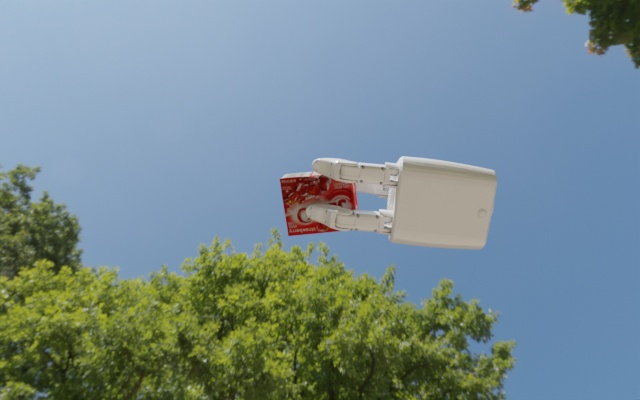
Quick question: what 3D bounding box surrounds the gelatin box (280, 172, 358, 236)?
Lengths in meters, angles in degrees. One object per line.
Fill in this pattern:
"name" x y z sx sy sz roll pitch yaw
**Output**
"gelatin box" 0.000 0.002 0.580 0.089 0.073 0.030 -5 13 11
